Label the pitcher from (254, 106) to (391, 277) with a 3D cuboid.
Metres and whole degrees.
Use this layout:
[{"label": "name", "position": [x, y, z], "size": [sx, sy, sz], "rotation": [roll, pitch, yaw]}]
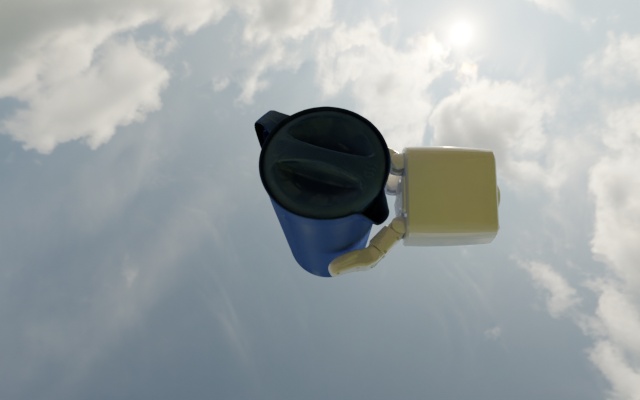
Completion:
[{"label": "pitcher", "position": [0.000, 0.002, 0.584], "size": [0.145, 0.149, 0.243], "rotation": [-2, -26, 1]}]
